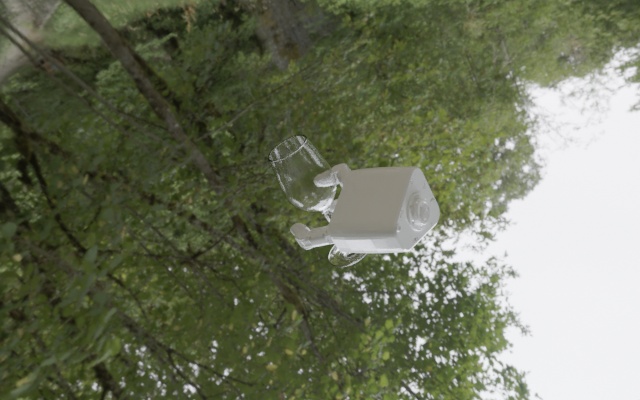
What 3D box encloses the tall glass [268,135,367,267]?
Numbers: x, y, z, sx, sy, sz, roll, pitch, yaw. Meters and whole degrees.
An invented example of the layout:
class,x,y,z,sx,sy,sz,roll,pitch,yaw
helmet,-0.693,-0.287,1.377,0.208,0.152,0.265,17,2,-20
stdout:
class,x,y,z,sx,sy,sz,roll,pitch,yaw
tall glass,0.000,0.003,0.701,0.079,0.201,0.079,-24,28,14
